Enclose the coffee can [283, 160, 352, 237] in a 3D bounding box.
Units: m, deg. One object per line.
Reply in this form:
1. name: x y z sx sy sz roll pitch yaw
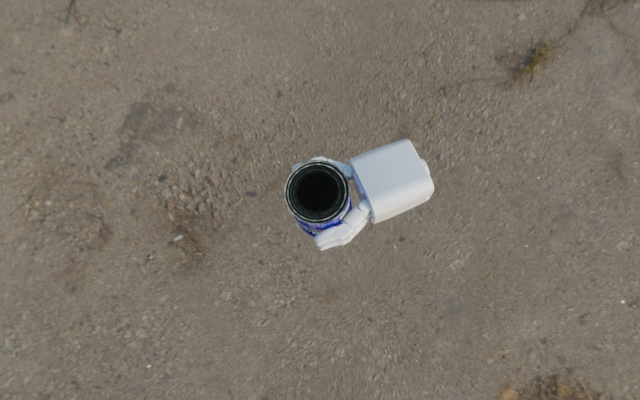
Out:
1. coffee can: 0.000 0.003 0.791 0.103 0.102 0.140 0 -13 5
